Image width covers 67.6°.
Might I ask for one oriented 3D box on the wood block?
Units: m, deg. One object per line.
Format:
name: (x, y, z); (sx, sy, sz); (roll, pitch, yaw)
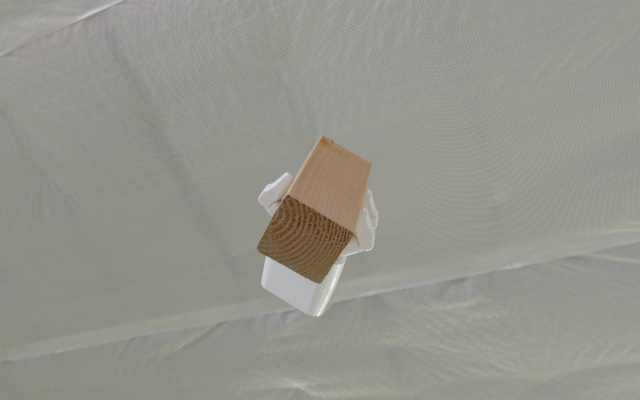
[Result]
wood block: (0.000, 0.002, 0.636); (0.091, 0.090, 0.206); (29, 28, -4)
